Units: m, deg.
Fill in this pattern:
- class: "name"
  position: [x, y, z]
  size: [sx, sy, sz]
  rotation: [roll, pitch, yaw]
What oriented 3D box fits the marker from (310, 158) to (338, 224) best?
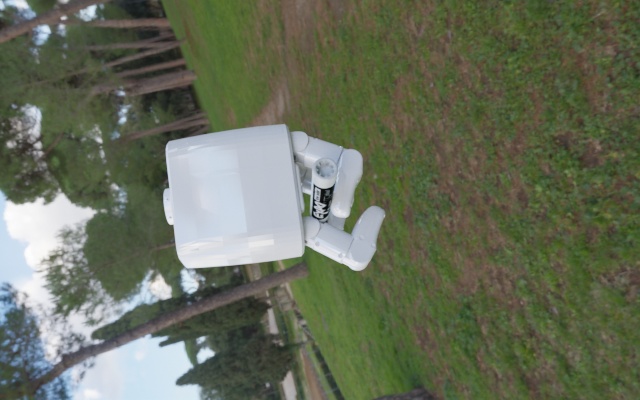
- class: "marker"
  position: [0.000, 0.001, 0.401]
  size: [0.020, 0.020, 0.121]
  rotation: [0, -24, -4]
